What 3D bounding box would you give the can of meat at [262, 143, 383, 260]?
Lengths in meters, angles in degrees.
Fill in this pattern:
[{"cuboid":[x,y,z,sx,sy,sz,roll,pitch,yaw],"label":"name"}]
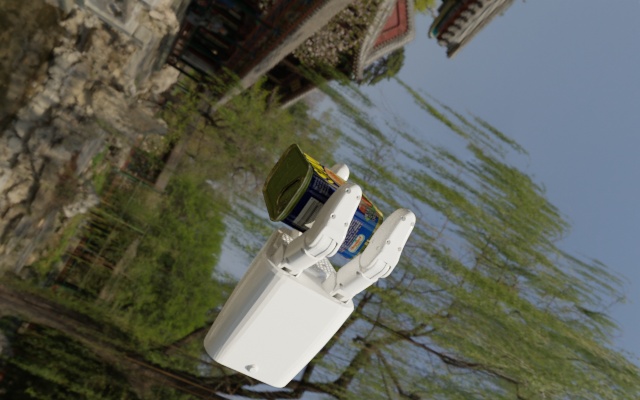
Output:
[{"cuboid":[0.000,0.001,0.435,0.084,0.057,0.102,32,11,-21],"label":"can of meat"}]
